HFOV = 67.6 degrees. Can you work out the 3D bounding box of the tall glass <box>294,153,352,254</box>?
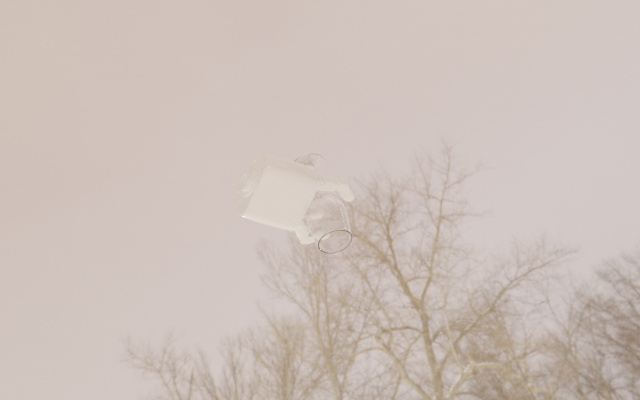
[{"bbox_3d":[0.000,0.002,0.889,0.079,0.079,0.201,0,44,-21],"label":"tall glass"}]
